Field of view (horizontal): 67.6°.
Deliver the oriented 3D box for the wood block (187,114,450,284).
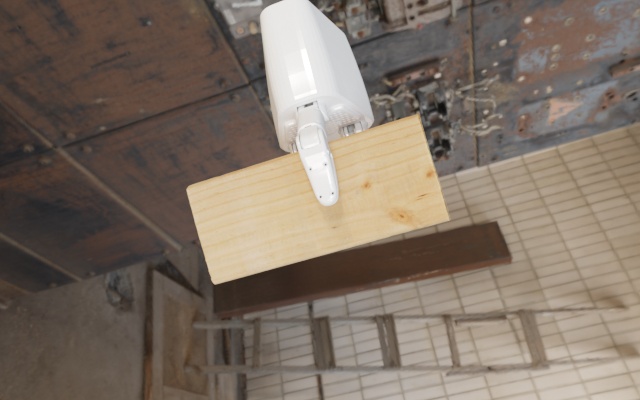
[{"bbox_3d":[0.000,0.001,0.434,0.206,0.090,0.091,-17,-2,10],"label":"wood block"}]
